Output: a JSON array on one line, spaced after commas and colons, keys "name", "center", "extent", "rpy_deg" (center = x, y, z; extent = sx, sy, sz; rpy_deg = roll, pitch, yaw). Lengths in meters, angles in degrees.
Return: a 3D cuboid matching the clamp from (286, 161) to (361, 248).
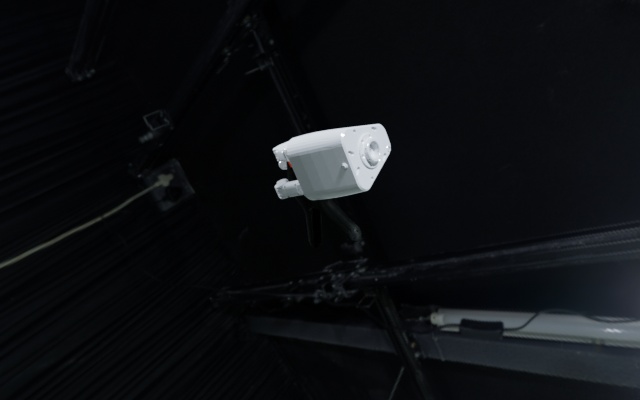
[{"name": "clamp", "center": [0.000, 0.002, 0.774], "extent": [0.120, 0.171, 0.039], "rpy_deg": [-6, 23, 42]}]
